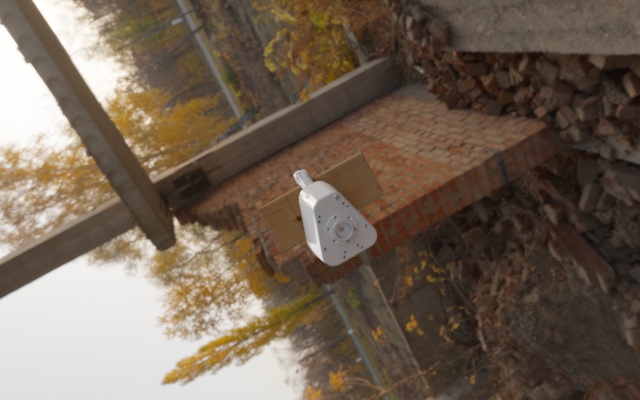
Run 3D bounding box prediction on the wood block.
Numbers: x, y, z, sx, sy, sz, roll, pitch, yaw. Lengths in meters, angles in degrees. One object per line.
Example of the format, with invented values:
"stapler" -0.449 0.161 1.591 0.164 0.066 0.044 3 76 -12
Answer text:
"wood block" 0.000 0.003 0.876 0.206 0.091 0.090 -29 2 -6
